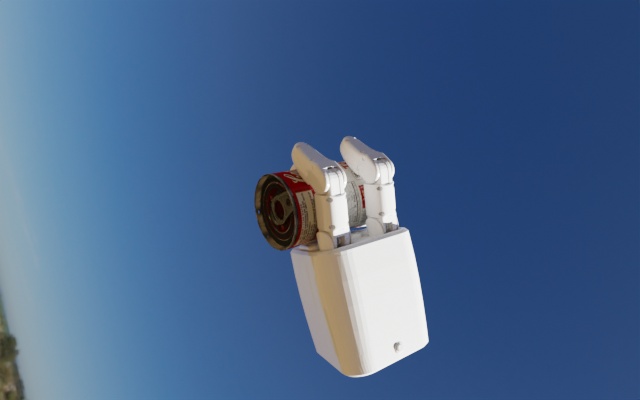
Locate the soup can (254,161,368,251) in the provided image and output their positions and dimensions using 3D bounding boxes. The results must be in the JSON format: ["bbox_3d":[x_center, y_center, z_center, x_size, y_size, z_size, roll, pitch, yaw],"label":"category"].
[{"bbox_3d":[0.000,0.001,0.441,0.102,0.068,0.068,-13,7,-34],"label":"soup can"}]
